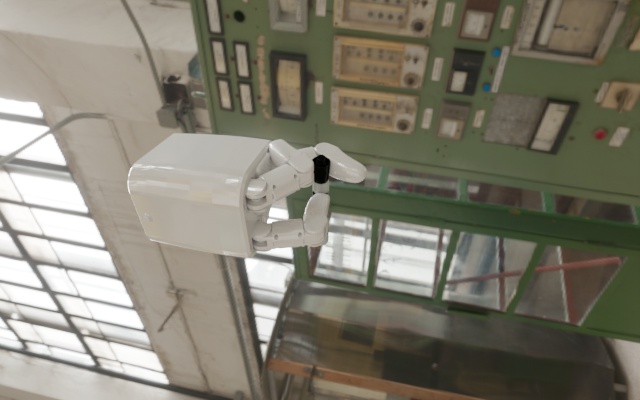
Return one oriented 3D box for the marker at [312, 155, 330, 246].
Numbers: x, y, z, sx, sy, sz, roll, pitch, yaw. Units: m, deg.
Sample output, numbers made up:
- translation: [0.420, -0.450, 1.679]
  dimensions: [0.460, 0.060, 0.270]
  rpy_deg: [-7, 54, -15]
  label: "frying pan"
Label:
- translation: [0.000, 0.002, 0.506]
  dimensions: [0.020, 0.121, 0.020]
  rpy_deg: [0, 44, 0]
  label: "marker"
